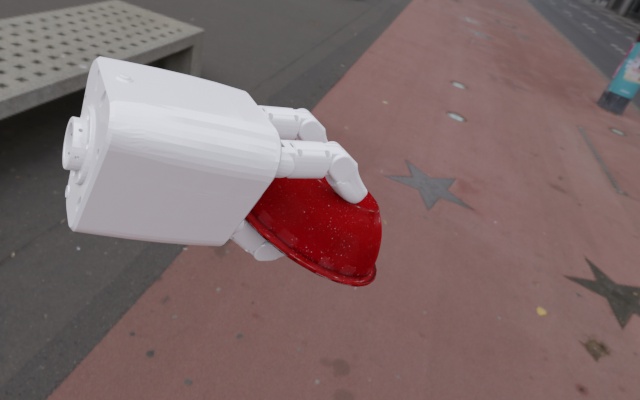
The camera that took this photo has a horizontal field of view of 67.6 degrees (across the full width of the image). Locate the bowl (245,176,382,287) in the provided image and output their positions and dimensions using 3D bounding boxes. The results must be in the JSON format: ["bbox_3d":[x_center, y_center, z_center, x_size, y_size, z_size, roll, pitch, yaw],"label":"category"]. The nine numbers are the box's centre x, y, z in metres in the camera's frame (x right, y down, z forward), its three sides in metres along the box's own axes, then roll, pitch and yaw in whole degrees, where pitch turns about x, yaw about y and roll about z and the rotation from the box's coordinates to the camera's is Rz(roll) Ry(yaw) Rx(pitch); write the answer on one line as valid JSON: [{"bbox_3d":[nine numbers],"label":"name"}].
[{"bbox_3d":[0.001,0.001,0.430,0.162,0.055,0.162,33,17,-11],"label":"bowl"}]
